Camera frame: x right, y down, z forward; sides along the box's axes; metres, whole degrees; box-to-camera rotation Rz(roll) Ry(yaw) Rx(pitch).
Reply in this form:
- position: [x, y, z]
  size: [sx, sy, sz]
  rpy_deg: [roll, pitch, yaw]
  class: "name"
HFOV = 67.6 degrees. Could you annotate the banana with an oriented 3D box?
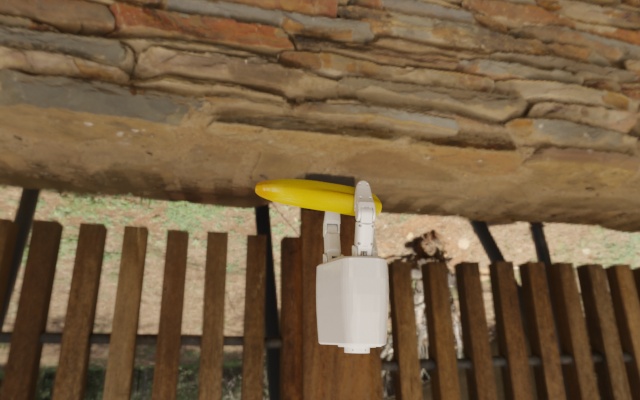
- position: [0.013, -0.001, 0.641]
  size: [0.198, 0.037, 0.069]
  rpy_deg: [11, -16, -31]
  class: "banana"
